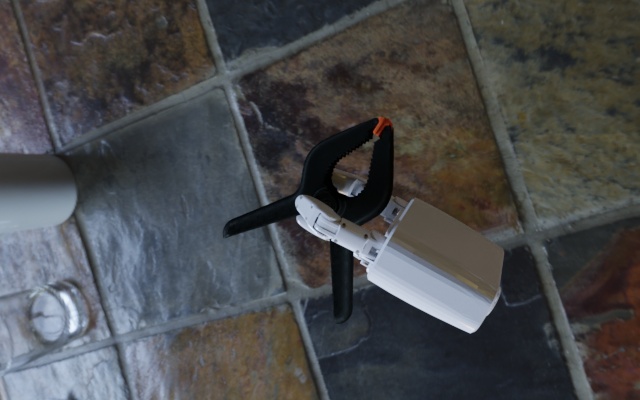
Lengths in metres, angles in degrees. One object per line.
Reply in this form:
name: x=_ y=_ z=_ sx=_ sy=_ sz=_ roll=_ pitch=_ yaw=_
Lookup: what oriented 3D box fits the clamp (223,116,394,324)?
clamp: x=0.000 y=0.001 z=0.488 sx=0.164 sy=0.210 sz=0.036 roll=29 pitch=13 yaw=9
